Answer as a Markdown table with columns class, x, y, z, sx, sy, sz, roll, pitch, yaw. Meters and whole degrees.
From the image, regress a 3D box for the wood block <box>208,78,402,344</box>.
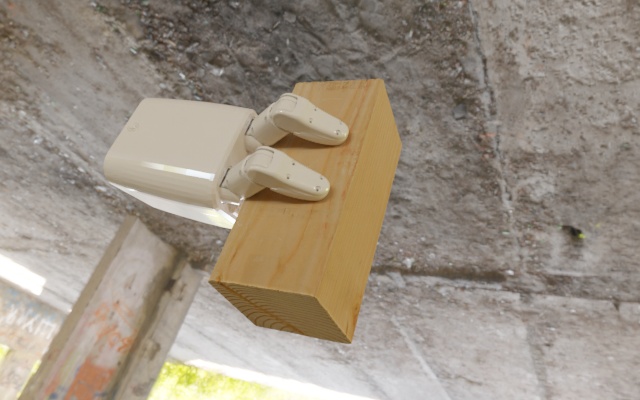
| class | x | y | z | sx | sy | sz | roll | pitch | yaw |
| --- | --- | --- | --- | --- | --- | --- | --- | --- | --- |
| wood block | 0.000 | 0.002 | 0.409 | 0.090 | 0.206 | 0.091 | 4 | -34 | 24 |
